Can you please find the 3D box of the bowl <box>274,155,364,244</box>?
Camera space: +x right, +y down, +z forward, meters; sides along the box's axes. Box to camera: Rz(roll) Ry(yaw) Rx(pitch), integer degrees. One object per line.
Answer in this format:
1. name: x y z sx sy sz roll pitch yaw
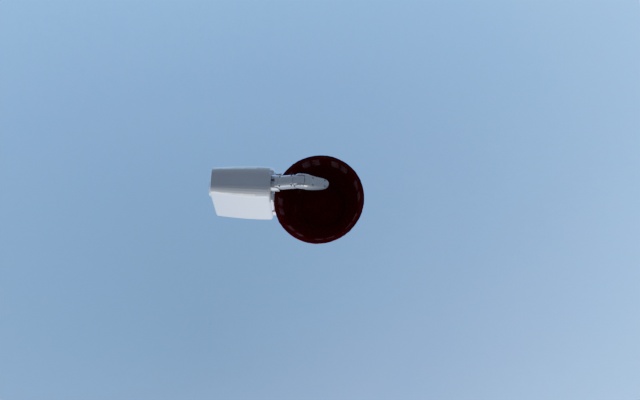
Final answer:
1. bowl: 0.001 0.003 0.861 0.162 0.162 0.055 0 -15 9
